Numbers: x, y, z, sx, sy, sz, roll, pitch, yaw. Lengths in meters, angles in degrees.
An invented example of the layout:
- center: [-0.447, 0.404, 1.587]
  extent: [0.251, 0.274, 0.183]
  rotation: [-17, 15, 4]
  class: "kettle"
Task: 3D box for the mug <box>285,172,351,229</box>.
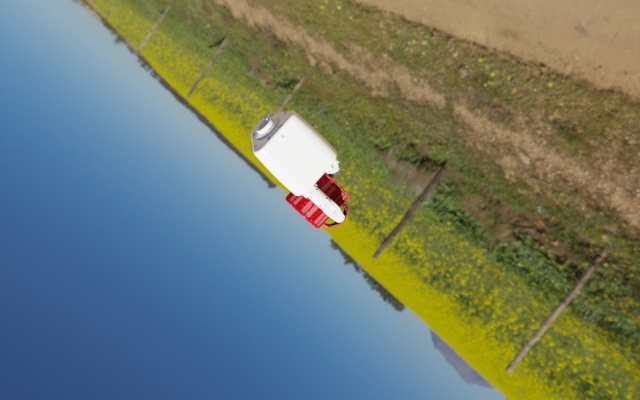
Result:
- center: [0.001, 0.004, 0.848]
  extent: [0.117, 0.081, 0.093]
  rotation: [44, -2, -28]
  class: "mug"
